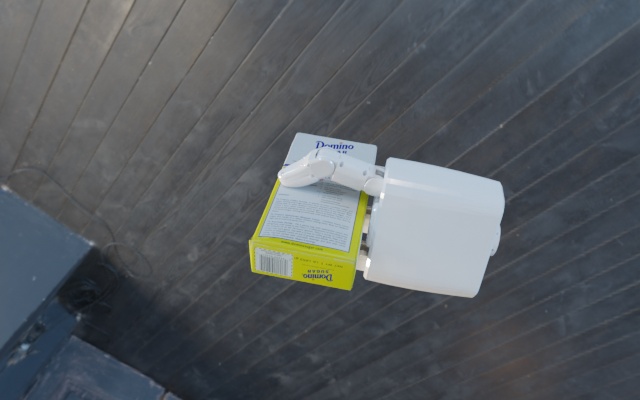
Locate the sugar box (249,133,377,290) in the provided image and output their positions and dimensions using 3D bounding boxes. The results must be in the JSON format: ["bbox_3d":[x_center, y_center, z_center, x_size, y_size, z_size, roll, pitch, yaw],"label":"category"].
[{"bbox_3d":[0.000,0.002,0.471,0.093,0.048,0.176,11,38,6],"label":"sugar box"}]
